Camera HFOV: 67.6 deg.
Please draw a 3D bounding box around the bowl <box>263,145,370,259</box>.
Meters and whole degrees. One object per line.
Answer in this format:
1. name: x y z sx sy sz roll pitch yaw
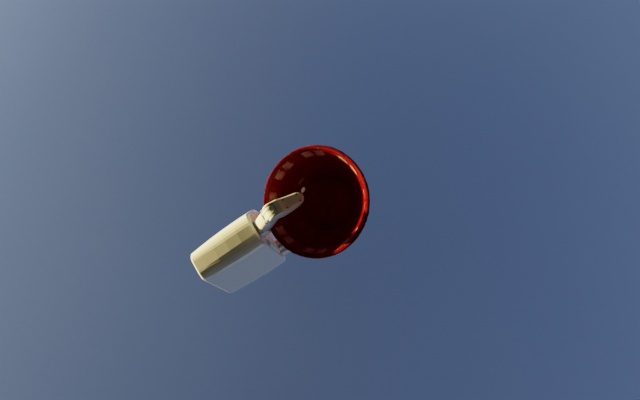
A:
1. bowl: 0.001 0.002 0.699 0.162 0.162 0.055 0 -1 21
